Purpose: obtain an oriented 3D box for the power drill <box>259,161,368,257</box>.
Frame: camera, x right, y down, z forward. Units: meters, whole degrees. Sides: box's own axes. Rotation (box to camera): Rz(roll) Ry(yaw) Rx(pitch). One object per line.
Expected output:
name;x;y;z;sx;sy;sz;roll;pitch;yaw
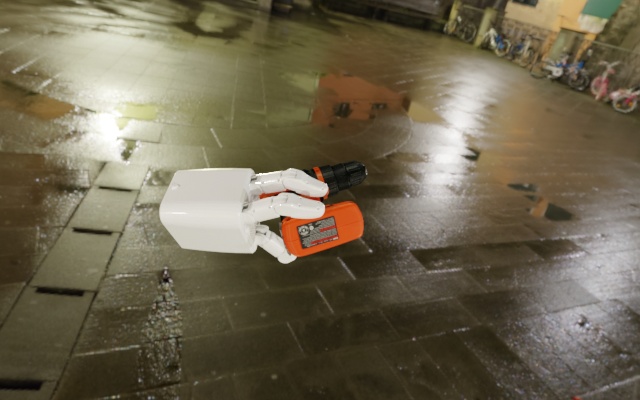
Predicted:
power drill;0.000;0.002;0.691;0.184;0.057;0.187;-19;23;-5
